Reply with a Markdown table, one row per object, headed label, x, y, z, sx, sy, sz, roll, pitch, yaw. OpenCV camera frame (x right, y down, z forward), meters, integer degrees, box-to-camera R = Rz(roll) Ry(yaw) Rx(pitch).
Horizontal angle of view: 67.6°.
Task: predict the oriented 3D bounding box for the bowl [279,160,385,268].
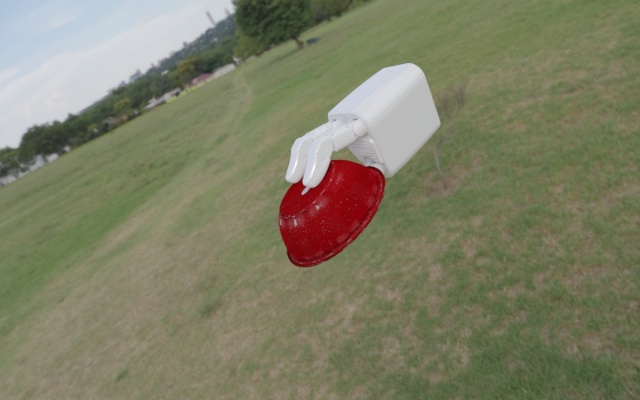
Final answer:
| label | x | y | z | sx | sy | sz | roll | pitch | yaw |
| --- | --- | --- | --- | --- | --- | --- | --- | --- | --- |
| bowl | -0.001 | 0.003 | 0.591 | 0.055 | 0.162 | 0.162 | 43 | -21 | -24 |
